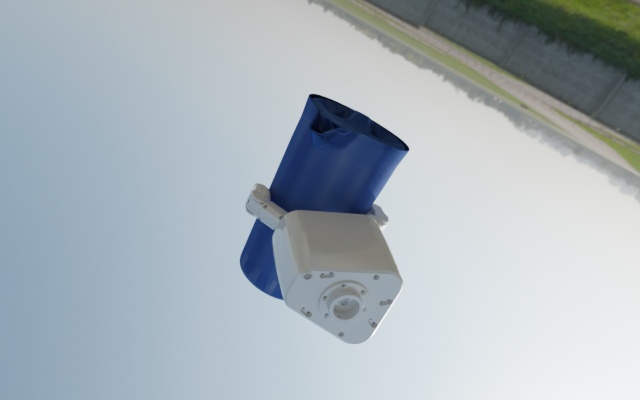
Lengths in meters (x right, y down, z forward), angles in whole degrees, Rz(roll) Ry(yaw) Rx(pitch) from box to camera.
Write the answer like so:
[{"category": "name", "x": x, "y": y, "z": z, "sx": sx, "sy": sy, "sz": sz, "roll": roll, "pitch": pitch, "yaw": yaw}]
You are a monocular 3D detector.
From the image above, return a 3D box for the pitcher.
[{"category": "pitcher", "x": 0.000, "y": 0.002, "z": 0.602, "sx": 0.149, "sy": 0.243, "sz": 0.145, "roll": 21, "pitch": 21, "yaw": -20}]
